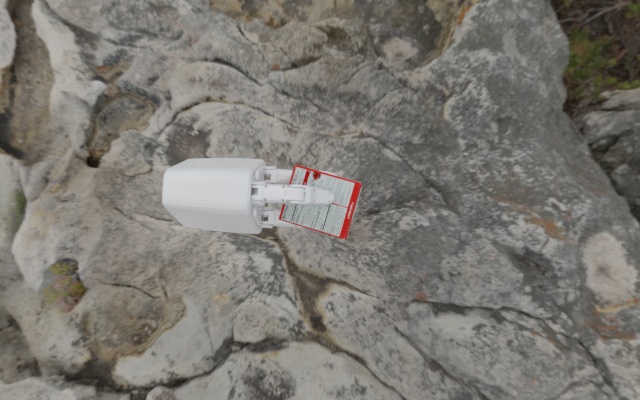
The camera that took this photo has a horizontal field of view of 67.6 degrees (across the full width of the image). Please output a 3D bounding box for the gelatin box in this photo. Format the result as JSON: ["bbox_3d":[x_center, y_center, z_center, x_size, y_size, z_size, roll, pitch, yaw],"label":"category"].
[{"bbox_3d":[0.000,0.002,0.598,0.089,0.073,0.030,16,-2,8],"label":"gelatin box"}]
